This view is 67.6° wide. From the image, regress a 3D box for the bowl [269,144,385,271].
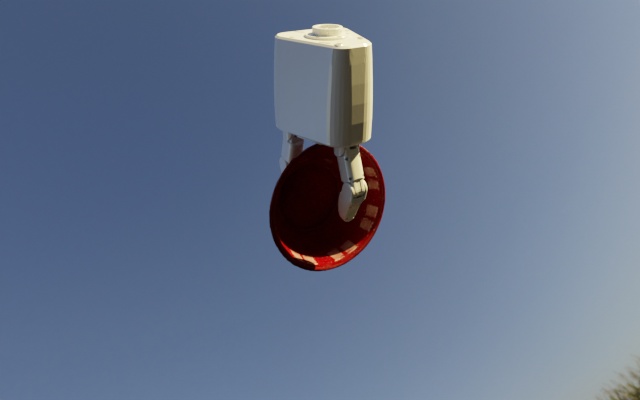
[{"bbox_3d":[0.000,0.003,0.585,0.162,0.162,0.055,0,14,-32],"label":"bowl"}]
